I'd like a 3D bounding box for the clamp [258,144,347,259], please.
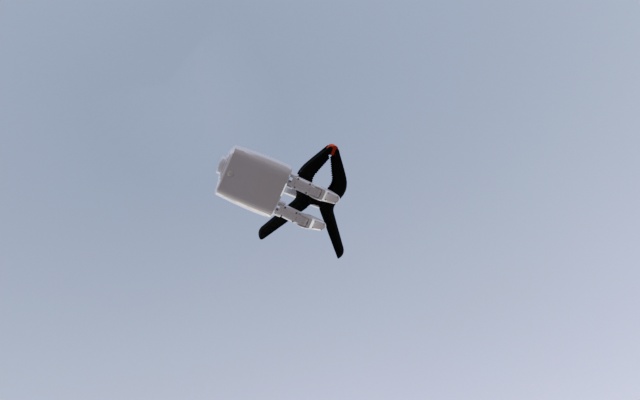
[{"bbox_3d":[0.000,0.002,0.871,0.164,0.210,0.036,22,9,-17],"label":"clamp"}]
